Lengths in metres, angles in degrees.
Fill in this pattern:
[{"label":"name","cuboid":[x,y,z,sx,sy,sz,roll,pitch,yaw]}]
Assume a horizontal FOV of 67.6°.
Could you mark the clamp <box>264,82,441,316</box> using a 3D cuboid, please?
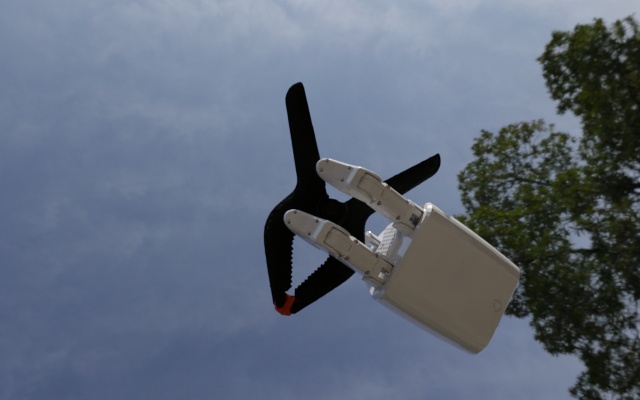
[{"label":"clamp","cuboid":[0.000,0.002,0.444,0.164,0.210,0.036,33,-14,-4]}]
